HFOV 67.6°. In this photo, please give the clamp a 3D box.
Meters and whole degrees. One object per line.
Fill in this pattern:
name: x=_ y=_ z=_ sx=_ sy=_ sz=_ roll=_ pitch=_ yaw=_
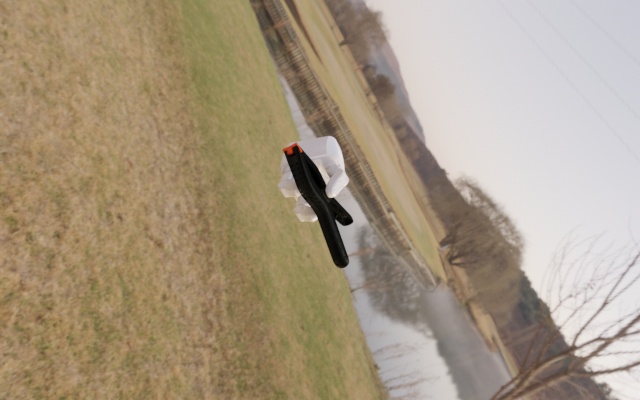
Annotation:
clamp: x=0.001 y=0.002 z=0.796 sx=0.036 sy=0.210 sz=0.164 roll=-25 pitch=26 yaw=16
